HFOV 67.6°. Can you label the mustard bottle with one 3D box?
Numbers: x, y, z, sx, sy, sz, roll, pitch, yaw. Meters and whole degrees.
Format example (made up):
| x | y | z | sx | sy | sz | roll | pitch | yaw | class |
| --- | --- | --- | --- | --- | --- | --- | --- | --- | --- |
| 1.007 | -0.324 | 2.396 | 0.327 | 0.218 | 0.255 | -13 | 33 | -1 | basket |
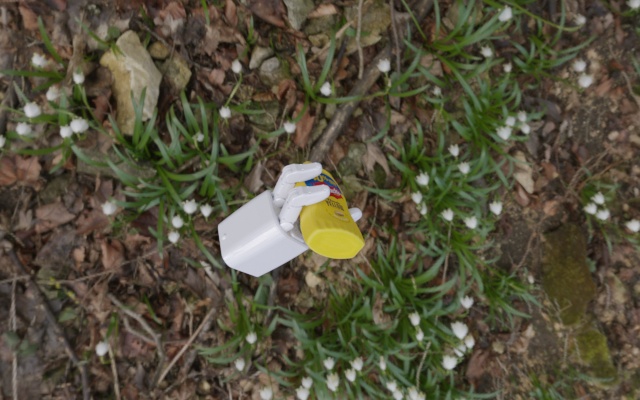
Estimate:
| x | y | z | sx | sy | sz | roll | pitch | yaw | class |
| --- | --- | --- | --- | --- | --- | --- | --- | --- | --- |
| 0.000 | 0.002 | 0.757 | 0.096 | 0.058 | 0.191 | 18 | 33 | -32 | mustard bottle |
